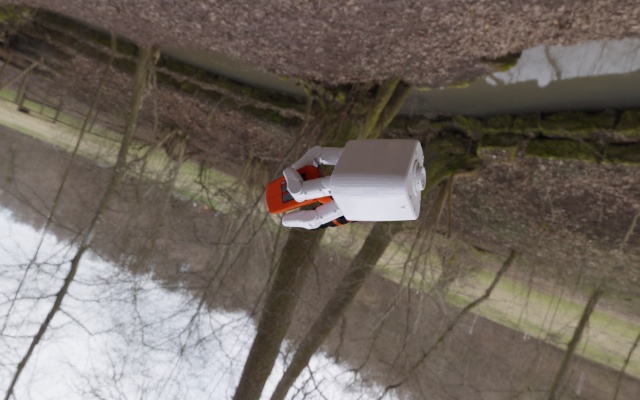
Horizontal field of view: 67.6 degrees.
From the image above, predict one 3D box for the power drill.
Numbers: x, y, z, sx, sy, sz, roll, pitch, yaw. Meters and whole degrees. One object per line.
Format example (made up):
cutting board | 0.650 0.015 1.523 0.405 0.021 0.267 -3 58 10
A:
power drill | 0.000 0.003 0.794 0.184 0.057 0.188 -23 -22 34
